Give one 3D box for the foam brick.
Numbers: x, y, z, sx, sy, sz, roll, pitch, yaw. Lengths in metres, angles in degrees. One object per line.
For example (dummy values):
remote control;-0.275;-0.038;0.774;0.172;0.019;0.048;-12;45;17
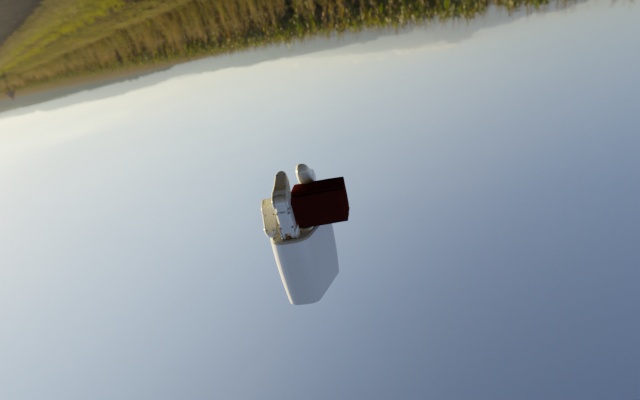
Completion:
foam brick;0.000;0.002;0.684;0.078;0.051;0.053;-9;19;9
